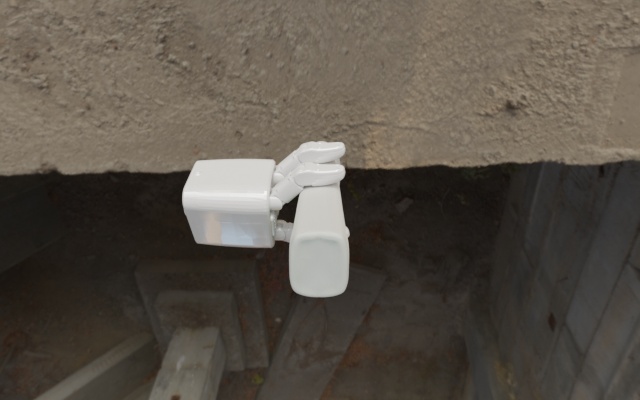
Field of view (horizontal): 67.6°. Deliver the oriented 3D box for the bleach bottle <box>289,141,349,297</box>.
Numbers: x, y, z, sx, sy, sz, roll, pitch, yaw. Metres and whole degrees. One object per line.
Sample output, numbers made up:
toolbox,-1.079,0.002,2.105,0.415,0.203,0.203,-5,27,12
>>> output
bleach bottle,0.000,0.002,0.630,0.068,0.103,0.250,1,35,0
